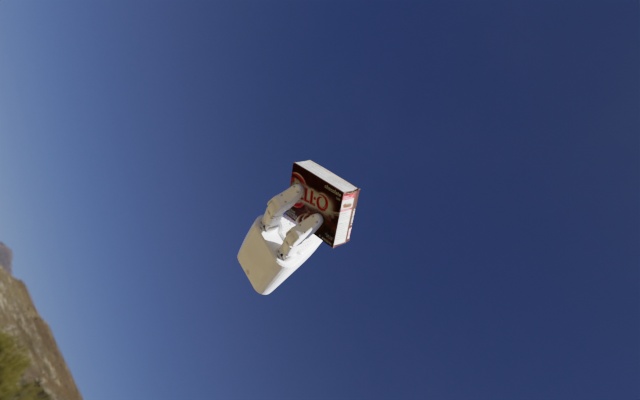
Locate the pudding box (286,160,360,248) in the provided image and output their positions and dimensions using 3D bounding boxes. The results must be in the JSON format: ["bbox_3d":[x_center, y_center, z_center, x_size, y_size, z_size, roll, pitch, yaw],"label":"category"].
[{"bbox_3d":[0.000,0.002,0.701,0.039,0.090,0.113,-17,37,-42],"label":"pudding box"}]
